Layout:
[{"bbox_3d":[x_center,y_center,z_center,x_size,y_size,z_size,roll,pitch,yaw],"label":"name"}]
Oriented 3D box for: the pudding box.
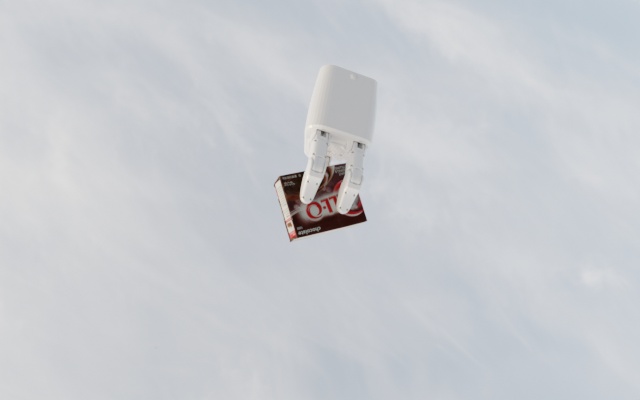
[{"bbox_3d":[0.000,0.002,0.672,0.113,0.090,0.039,-13,-11,-22],"label":"pudding box"}]
